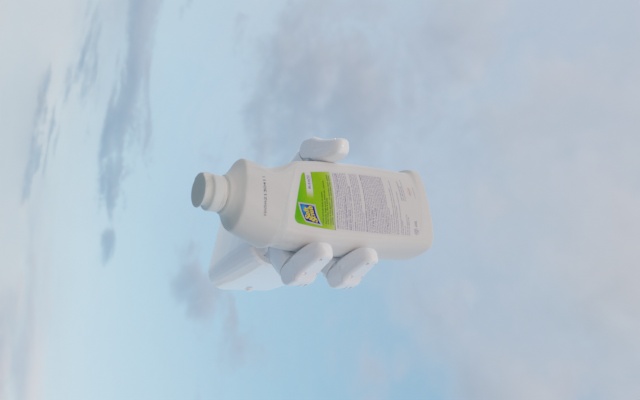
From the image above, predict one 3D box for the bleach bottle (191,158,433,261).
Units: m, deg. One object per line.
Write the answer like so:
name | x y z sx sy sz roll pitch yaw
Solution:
bleach bottle | 0.000 0.002 0.458 0.251 0.102 0.068 10 -29 -37
